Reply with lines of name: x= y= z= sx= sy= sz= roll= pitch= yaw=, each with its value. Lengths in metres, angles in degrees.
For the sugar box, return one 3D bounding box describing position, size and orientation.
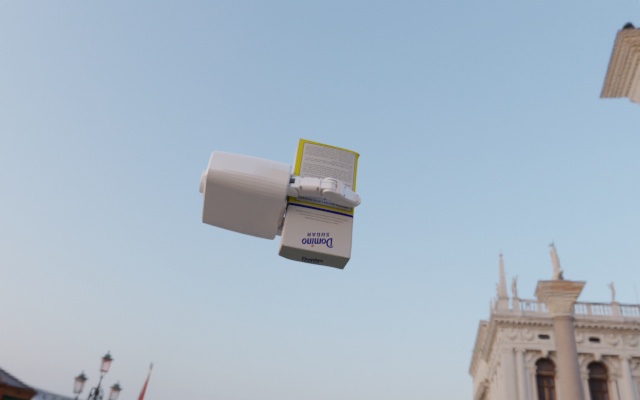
sugar box: x=0.000 y=0.002 z=0.664 sx=0.093 sy=0.176 sz=0.048 roll=12 pitch=-30 yaw=-7
